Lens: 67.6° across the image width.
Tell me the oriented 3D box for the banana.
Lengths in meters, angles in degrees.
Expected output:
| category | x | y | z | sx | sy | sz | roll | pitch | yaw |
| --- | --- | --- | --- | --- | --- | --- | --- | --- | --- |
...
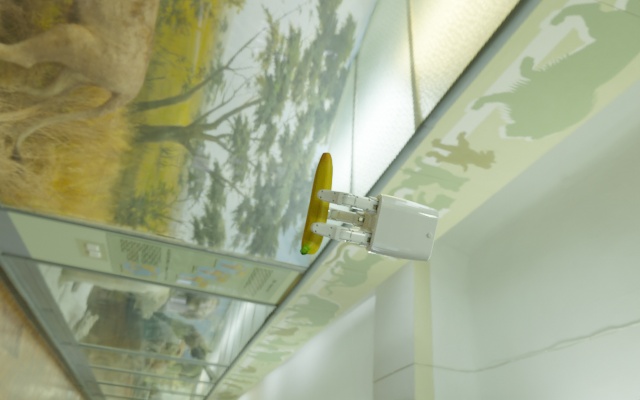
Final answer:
| category | x | y | z | sx | sy | sz | roll | pitch | yaw |
| --- | --- | --- | --- | --- | --- | --- | --- | --- | --- |
| banana | -0.003 | 0.014 | 0.822 | 0.037 | 0.197 | 0.070 | 12 | -27 | -2 |
